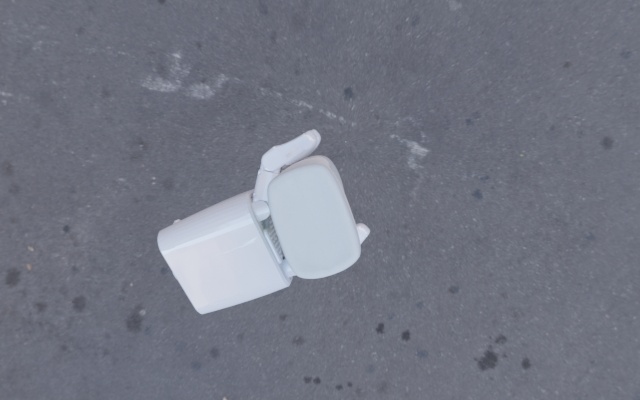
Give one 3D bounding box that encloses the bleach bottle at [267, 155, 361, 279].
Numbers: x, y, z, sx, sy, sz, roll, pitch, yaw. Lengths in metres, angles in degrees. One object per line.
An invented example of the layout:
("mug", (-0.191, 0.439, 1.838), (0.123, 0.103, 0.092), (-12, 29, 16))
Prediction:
("bleach bottle", (0.000, 0.002, 0.529), (0.068, 0.102, 0.251), (-19, 6, 6))
